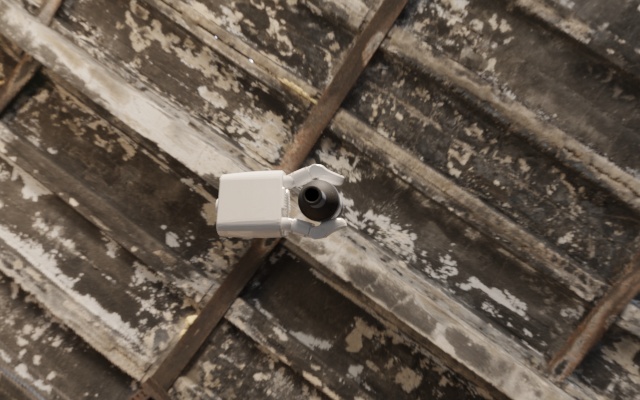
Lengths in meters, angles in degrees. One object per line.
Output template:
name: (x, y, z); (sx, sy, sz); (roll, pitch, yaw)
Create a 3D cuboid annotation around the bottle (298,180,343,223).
bottle: (0.000, 0.003, 0.792); (0.069, 0.069, 0.296); (0, -4, 5)
